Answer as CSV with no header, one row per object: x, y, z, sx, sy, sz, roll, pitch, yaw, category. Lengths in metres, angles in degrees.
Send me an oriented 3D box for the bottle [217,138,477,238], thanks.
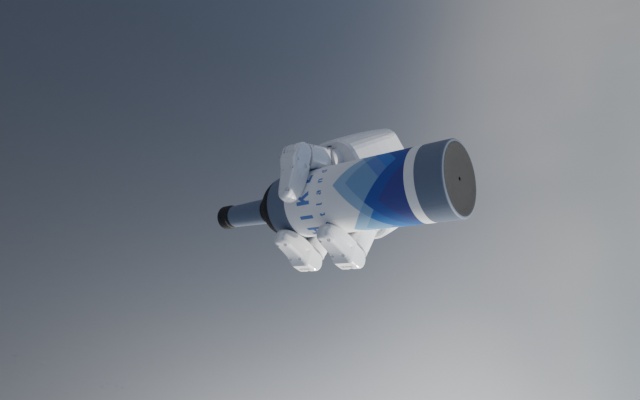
0.000,0.002,0.476,0.296,0.069,0.069,-10,-6,39,bottle
